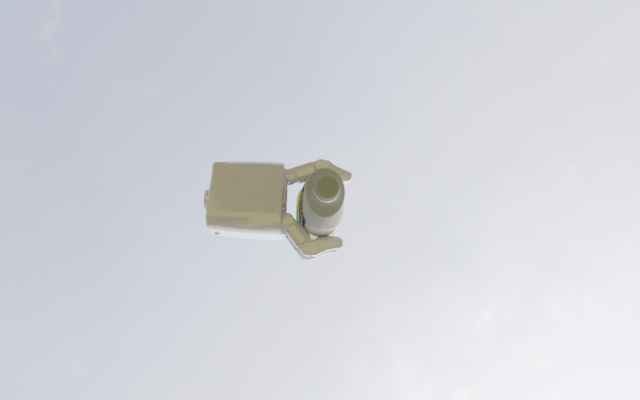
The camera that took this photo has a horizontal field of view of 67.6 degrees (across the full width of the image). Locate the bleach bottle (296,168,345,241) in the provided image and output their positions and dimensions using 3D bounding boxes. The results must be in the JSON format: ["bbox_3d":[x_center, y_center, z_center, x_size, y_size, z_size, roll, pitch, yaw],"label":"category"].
[{"bbox_3d":[0.000,0.002,0.688,0.068,0.102,0.251,2,-12,-3],"label":"bleach bottle"}]
